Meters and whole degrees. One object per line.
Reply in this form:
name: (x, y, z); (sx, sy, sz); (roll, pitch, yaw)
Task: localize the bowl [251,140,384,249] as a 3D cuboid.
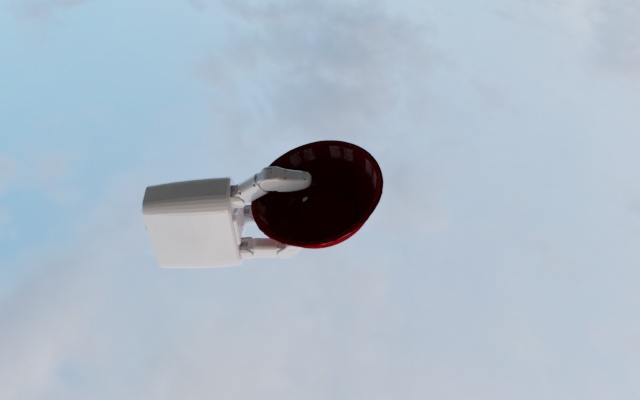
bowl: (0.001, 0.002, 0.582); (0.162, 0.162, 0.055); (0, -38, 19)
